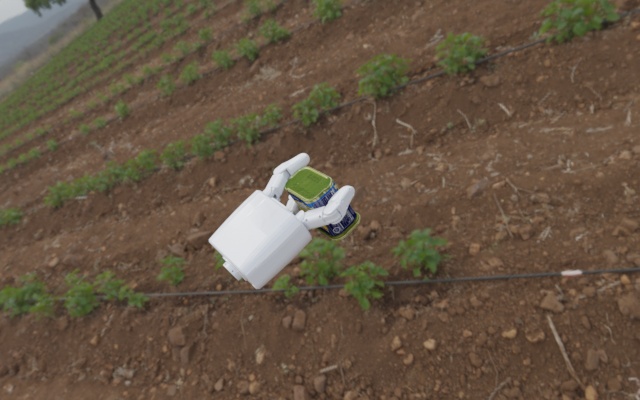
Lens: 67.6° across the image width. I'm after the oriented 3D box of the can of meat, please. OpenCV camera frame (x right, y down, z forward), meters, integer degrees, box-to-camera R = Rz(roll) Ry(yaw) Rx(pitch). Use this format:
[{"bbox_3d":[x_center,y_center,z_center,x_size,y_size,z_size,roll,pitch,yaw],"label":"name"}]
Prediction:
[{"bbox_3d":[0.000,0.002,0.719,0.057,0.084,0.102,-44,33,-11],"label":"can of meat"}]
